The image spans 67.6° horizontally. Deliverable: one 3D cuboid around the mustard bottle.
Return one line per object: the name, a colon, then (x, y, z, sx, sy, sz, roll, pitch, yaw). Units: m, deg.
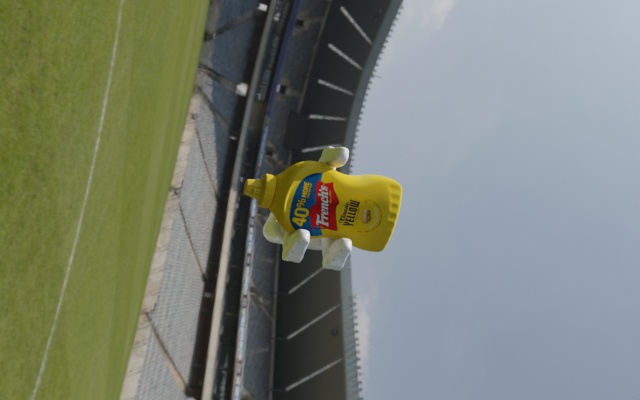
mustard bottle: (0.000, 0.002, 0.594, 0.191, 0.096, 0.058, 12, 14, -16)
